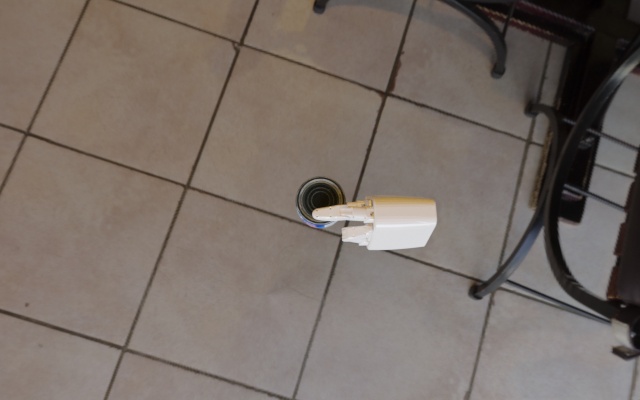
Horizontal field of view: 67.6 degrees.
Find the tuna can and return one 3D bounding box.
[{"bbox_3d":[0.000,0.003,0.813,0.086,0.086,0.034,0,-11,-1],"label":"tuna can"}]
